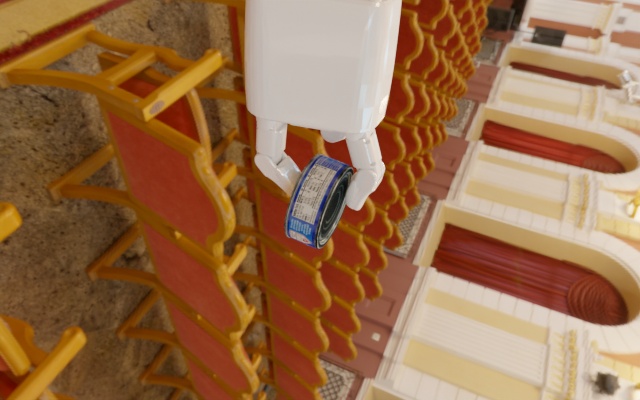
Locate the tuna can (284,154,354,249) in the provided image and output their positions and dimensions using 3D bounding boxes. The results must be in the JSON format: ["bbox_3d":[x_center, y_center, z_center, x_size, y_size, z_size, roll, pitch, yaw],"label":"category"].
[{"bbox_3d":[0.001,0.002,0.451,0.034,0.086,0.086,22,5,13],"label":"tuna can"}]
